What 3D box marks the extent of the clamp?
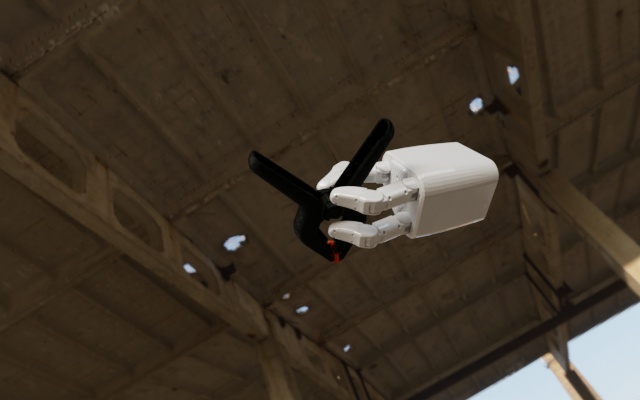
[{"bbox_3d":[0.000,0.002,0.577,0.164,0.210,0.036,-9,44,-12],"label":"clamp"}]
